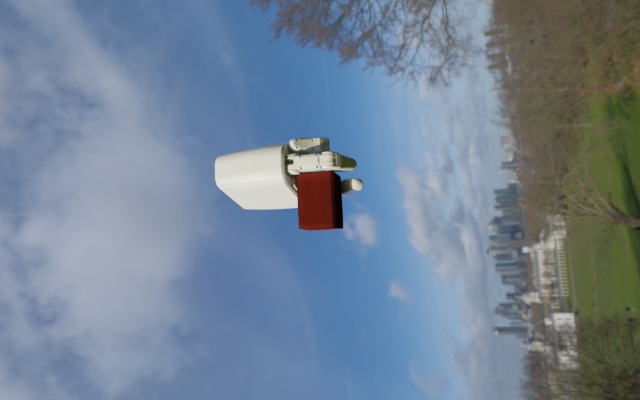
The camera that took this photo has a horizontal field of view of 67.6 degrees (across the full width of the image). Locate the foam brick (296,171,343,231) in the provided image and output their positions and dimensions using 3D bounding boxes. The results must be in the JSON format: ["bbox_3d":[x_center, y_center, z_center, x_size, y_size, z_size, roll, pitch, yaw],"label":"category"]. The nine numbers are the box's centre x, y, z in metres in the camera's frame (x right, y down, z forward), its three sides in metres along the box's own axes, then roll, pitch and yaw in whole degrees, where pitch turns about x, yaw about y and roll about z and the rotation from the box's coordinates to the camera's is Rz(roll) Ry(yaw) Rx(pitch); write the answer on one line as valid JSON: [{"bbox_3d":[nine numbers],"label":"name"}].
[{"bbox_3d":[0.000,0.002,0.658,0.051,0.078,0.053,-5,-8,14],"label":"foam brick"}]
